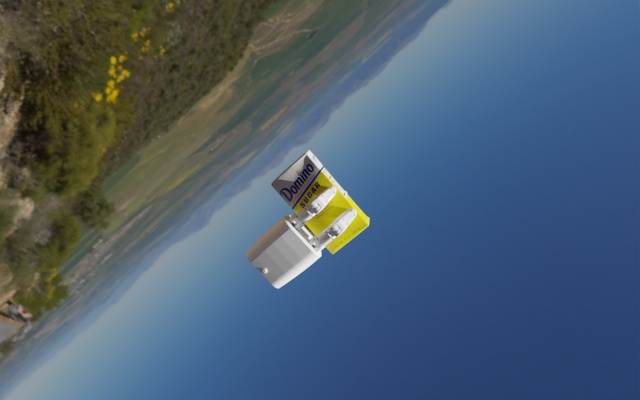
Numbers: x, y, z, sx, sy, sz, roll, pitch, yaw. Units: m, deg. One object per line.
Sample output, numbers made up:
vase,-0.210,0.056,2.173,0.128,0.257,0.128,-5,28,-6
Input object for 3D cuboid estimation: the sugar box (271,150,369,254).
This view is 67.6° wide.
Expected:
sugar box,0.000,0.003,0.886,0.093,0.176,0.048,-41,8,15
